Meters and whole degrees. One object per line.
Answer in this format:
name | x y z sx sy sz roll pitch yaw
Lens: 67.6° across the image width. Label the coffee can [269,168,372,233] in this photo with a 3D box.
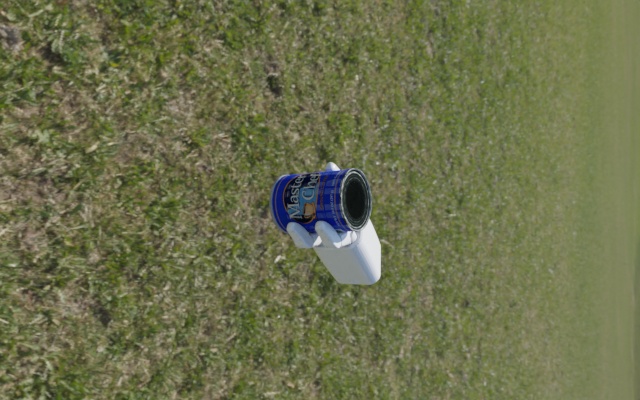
coffee can | 0.000 0.002 0.799 0.140 0.103 0.103 -4 -2 33
